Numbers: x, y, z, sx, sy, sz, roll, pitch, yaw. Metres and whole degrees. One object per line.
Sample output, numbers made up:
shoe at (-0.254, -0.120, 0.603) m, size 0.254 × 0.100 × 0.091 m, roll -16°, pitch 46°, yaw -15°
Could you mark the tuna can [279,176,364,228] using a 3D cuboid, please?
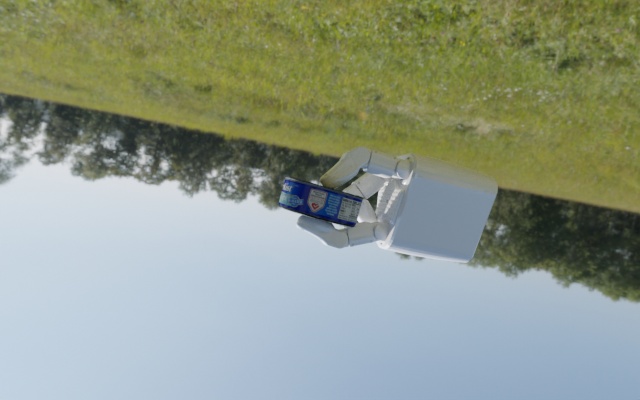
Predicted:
tuna can at (0.000, 0.002, 0.502) m, size 0.086 × 0.034 × 0.086 m, roll 16°, pitch 0°, yaw 0°
